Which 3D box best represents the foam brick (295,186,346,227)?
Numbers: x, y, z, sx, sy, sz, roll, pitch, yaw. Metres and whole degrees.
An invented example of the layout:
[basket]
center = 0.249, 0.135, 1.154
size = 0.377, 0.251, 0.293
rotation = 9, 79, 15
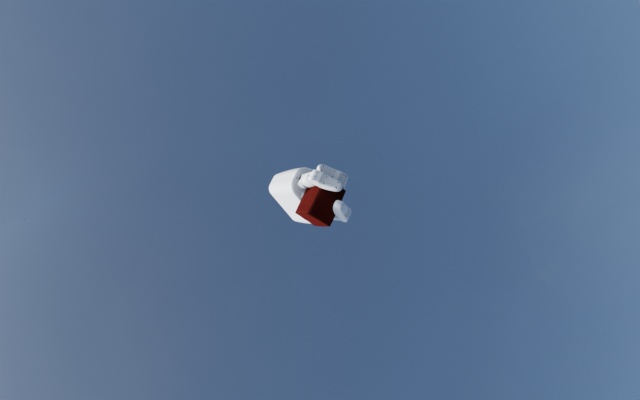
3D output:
[foam brick]
center = 0.000, 0.003, 0.869
size = 0.053, 0.078, 0.051
rotation = 35, -19, -27
